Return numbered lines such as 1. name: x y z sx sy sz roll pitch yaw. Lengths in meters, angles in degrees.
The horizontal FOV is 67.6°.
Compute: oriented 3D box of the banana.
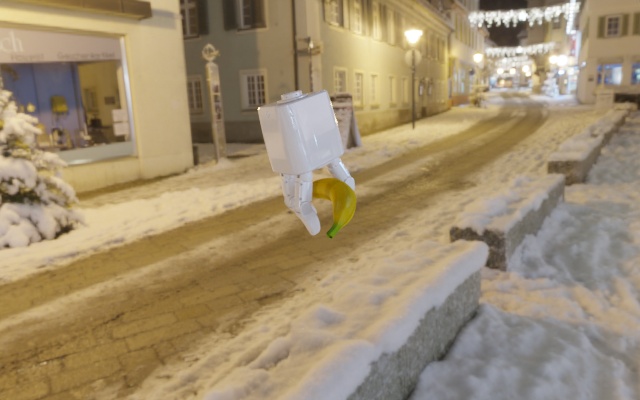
1. banana: 0.017 -0.005 0.760 0.069 0.037 0.197 -28 22 -1
